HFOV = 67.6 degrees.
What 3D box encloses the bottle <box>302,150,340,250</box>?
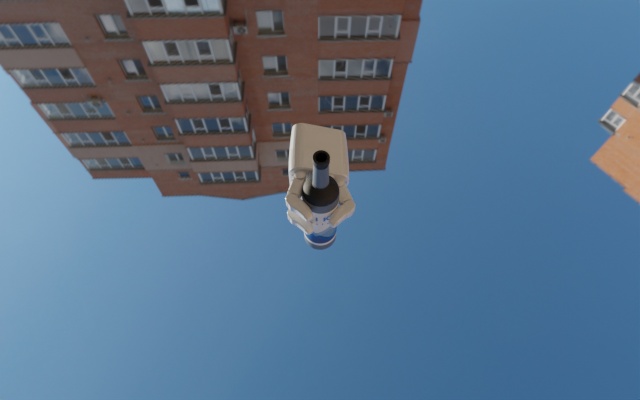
[{"bbox_3d":[0.000,0.003,0.867,0.069,0.069,0.296,0,-28,0],"label":"bottle"}]
